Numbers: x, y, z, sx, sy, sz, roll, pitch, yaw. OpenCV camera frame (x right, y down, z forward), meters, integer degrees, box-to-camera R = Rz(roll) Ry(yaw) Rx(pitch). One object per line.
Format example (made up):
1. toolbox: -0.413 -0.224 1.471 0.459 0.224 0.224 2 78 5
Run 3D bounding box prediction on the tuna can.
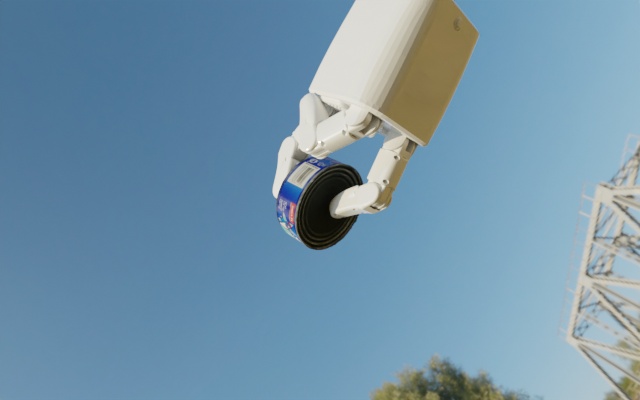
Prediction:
1. tuna can: 0.000 0.001 0.455 0.086 0.086 0.033 0 20 -45
